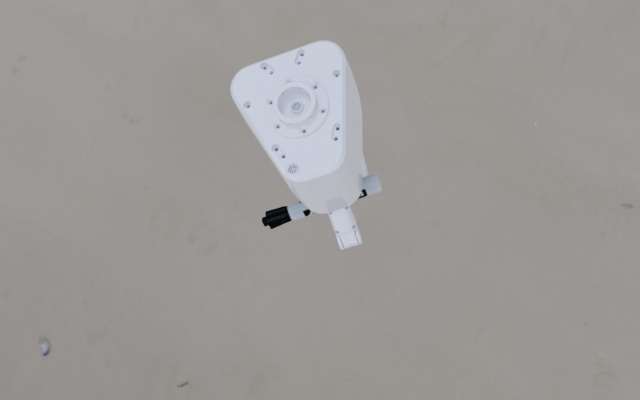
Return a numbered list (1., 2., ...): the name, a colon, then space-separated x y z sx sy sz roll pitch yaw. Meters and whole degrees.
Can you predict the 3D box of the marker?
1. marker: 0.000 0.002 0.468 0.121 0.020 0.020 -19 -2 5
